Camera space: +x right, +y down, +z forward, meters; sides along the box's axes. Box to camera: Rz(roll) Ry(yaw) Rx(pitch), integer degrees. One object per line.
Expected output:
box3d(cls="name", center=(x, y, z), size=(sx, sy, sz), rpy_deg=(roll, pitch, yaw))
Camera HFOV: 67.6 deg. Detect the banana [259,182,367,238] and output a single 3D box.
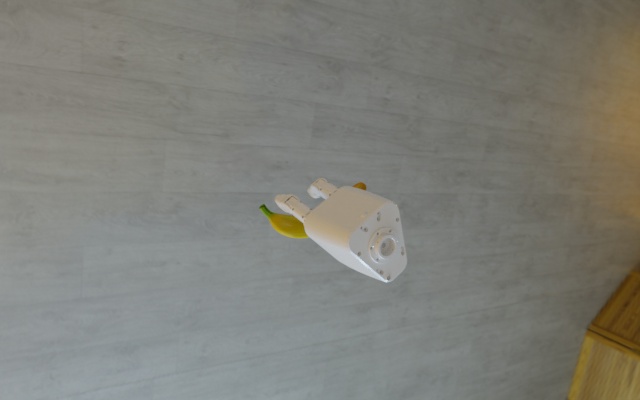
box3d(cls="banana", center=(-0.001, 0.021, 0.791), size=(0.198, 0.070, 0.037), rpy_deg=(-13, 14, -28))
